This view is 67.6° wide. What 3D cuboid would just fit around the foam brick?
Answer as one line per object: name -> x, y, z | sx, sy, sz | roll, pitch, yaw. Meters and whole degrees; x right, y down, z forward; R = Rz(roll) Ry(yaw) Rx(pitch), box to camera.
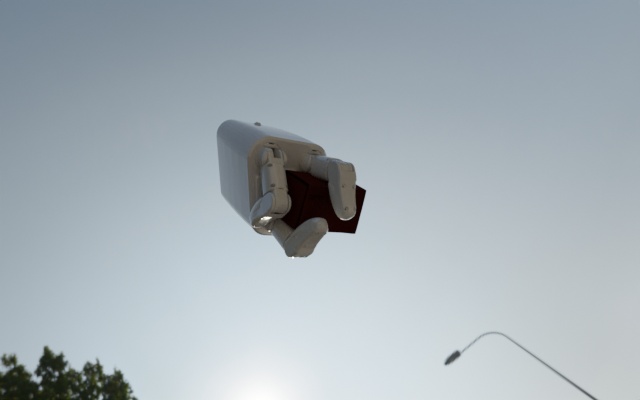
foam brick -> 0.000, 0.002, 0.512 | 0.078, 0.053, 0.051 | 6, 16, -35
